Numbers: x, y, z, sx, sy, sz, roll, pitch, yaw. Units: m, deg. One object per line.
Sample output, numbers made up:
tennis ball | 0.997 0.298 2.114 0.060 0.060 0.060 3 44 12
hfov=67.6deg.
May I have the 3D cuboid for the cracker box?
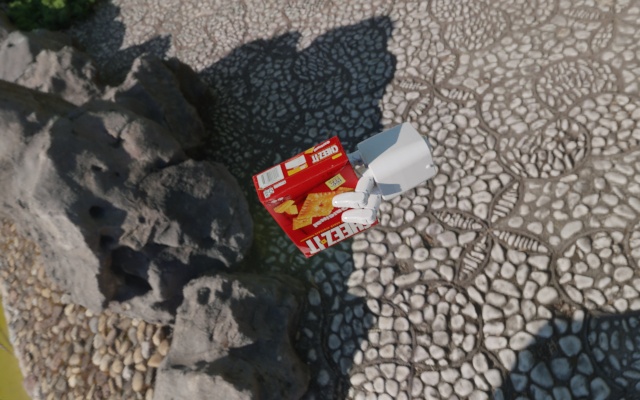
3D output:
cracker box | 0.000 0.003 0.872 0.164 0.072 0.214 -26 -39 5
